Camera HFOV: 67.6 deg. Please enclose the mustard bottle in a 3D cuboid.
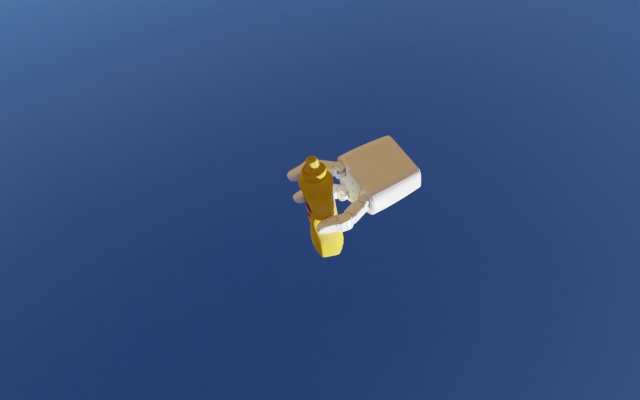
[{"bbox_3d":[0.000,0.003,0.820,0.058,0.192,0.096,-10,43,1],"label":"mustard bottle"}]
